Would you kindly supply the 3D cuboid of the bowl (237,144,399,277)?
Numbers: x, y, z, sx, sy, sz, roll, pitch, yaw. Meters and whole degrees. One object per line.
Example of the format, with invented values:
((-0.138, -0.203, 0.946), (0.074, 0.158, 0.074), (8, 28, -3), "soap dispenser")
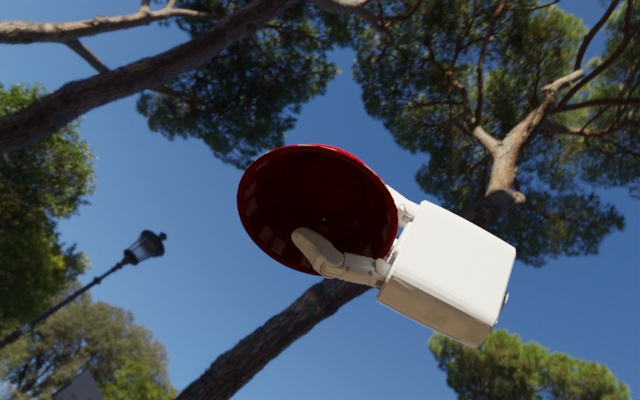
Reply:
((-0.001, 0.001, 0.484), (0.162, 0.162, 0.055), (0, 36, 15), "bowl")
